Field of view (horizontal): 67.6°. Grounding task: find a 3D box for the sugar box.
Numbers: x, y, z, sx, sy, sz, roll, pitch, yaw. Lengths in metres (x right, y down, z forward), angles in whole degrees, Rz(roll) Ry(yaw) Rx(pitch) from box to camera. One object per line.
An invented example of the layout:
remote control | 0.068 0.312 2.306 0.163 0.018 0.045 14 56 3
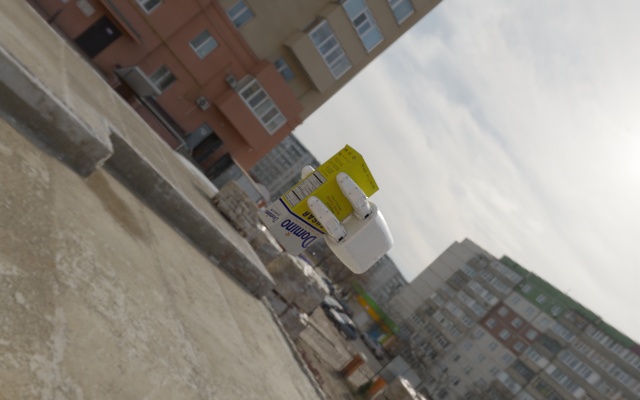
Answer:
sugar box | 0.001 0.003 0.734 0.048 0.176 0.093 45 -6 42
